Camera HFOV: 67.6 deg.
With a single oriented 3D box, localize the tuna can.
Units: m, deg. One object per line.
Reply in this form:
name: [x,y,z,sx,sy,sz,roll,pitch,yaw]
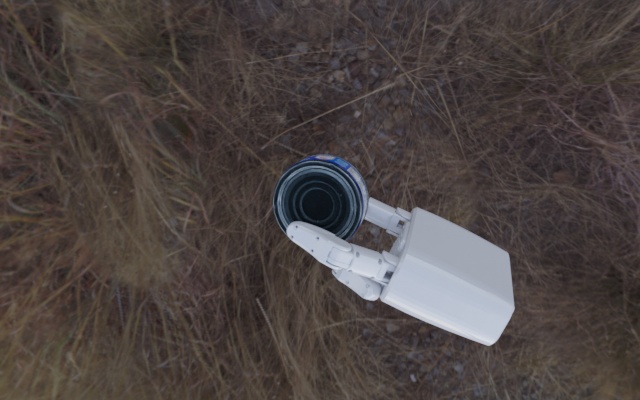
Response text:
tuna can: [0.000,0.002,0.443,0.086,0.086,0.033,0,13,14]
